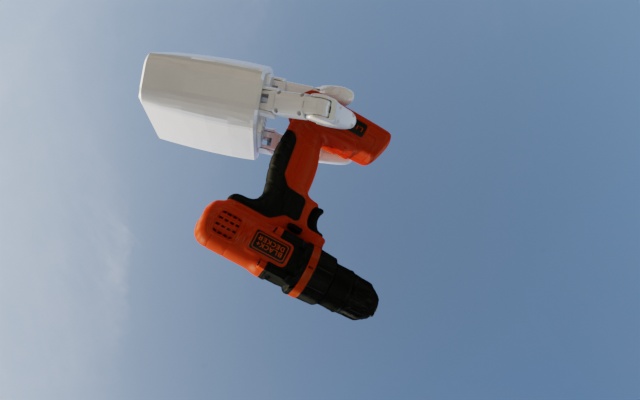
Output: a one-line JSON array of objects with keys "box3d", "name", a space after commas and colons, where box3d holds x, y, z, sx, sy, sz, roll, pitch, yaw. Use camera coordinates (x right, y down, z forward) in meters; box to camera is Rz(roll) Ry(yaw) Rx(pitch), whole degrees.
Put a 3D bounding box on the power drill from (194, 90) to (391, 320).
[{"box3d": [0.000, 0.001, 0.463, 0.184, 0.187, 0.057, 29, -22, -9], "name": "power drill"}]
